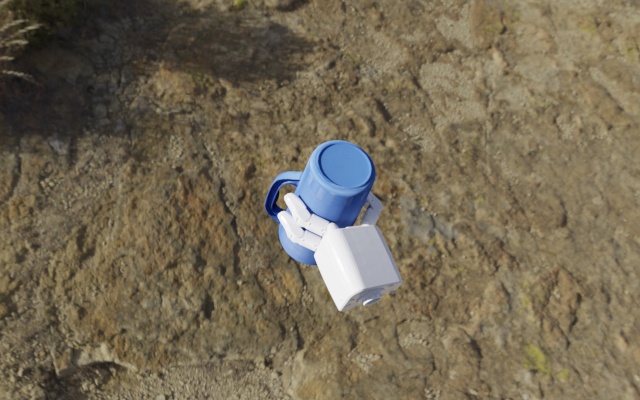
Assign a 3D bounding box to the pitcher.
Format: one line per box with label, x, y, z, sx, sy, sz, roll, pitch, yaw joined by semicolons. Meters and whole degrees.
pitcher;0.000;0.003;0.839;0.149;0.145;0.243;-12;-28;-22
